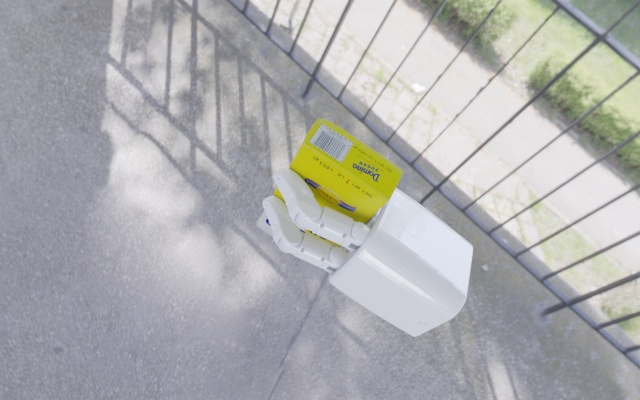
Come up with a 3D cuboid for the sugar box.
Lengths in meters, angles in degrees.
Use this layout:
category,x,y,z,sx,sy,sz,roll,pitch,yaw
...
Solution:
category,x,y,z,sx,sy,sz,roll,pitch,yaw
sugar box,0.000,0.002,0.491,0.093,0.048,0.176,34,-37,-1
